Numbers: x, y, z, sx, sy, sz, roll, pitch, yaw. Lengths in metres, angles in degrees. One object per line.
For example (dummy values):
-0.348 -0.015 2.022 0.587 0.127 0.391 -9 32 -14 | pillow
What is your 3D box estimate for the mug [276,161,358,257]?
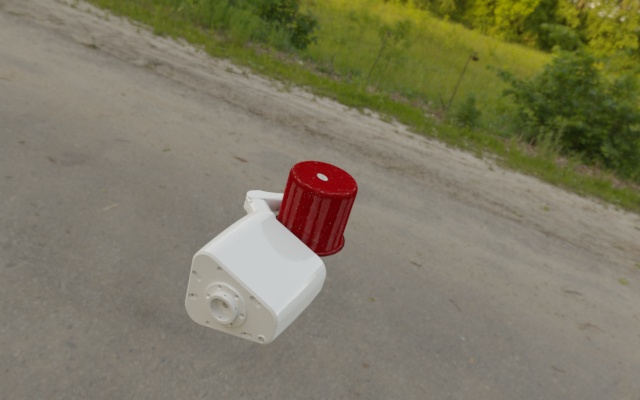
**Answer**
0.001 0.001 0.574 0.093 0.081 0.117 25 30 15 | mug
